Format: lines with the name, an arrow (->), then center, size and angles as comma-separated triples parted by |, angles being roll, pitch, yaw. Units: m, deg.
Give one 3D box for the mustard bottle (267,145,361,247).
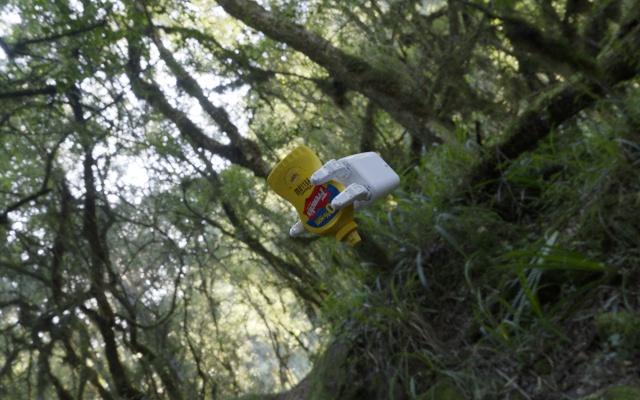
mustard bottle -> 0.000, 0.003, 0.816 | 0.096, 0.191, 0.058 | -45, -15, 11
